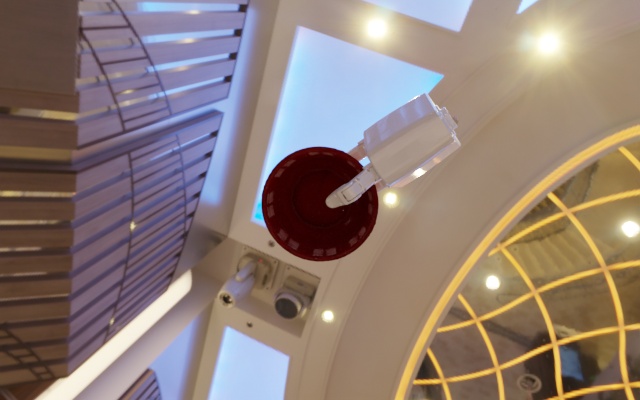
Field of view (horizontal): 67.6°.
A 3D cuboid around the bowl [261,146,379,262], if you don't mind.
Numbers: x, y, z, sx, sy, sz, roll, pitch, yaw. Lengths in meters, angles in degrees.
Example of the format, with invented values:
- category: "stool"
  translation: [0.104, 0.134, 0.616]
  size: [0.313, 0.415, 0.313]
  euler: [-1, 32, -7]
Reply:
- category: "bowl"
  translation: [-0.001, 0.003, 0.679]
  size: [0.162, 0.162, 0.055]
  euler: [0, 10, 3]
